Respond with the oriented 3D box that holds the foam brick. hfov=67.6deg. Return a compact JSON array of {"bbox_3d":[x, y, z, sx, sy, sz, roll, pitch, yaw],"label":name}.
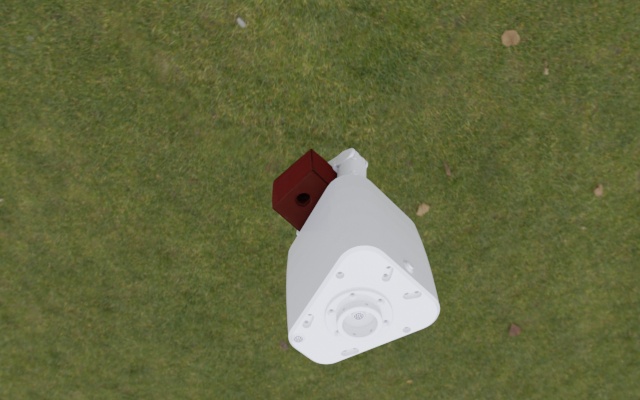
[{"bbox_3d":[0.000,0.001,0.445,0.078,0.053,0.051,41,20,-21],"label":"foam brick"}]
